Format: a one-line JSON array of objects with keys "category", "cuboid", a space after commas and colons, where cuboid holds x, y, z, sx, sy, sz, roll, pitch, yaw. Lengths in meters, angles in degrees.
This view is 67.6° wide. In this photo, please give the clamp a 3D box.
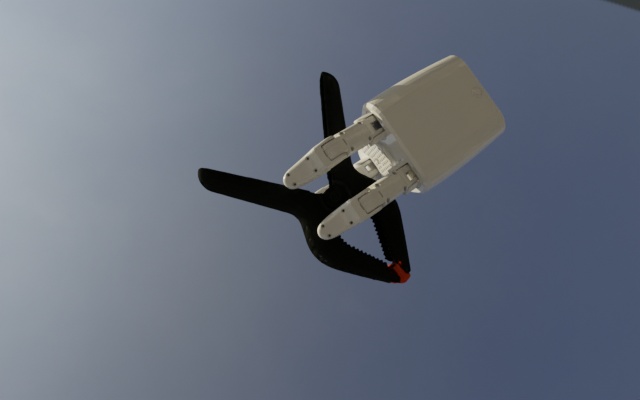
[{"category": "clamp", "cuboid": [0.000, 0.002, 0.450, 0.164, 0.210, 0.036, -34, -4, -11]}]
